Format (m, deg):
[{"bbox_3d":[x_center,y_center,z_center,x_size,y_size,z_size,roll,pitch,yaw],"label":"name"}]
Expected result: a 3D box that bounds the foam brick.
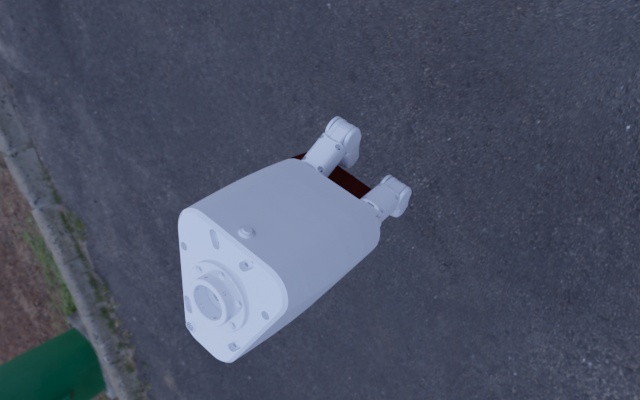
[{"bbox_3d":[0.000,0.001,0.411,0.078,0.053,0.051,35,34,20],"label":"foam brick"}]
